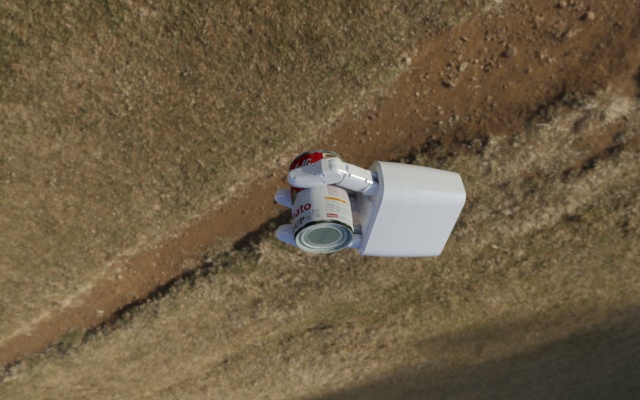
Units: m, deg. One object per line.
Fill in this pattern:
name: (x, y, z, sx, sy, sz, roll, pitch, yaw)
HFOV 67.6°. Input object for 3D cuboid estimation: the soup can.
soup can: (0.000, 0.002, 0.551, 0.068, 0.102, 0.069, -4, -36, -3)
